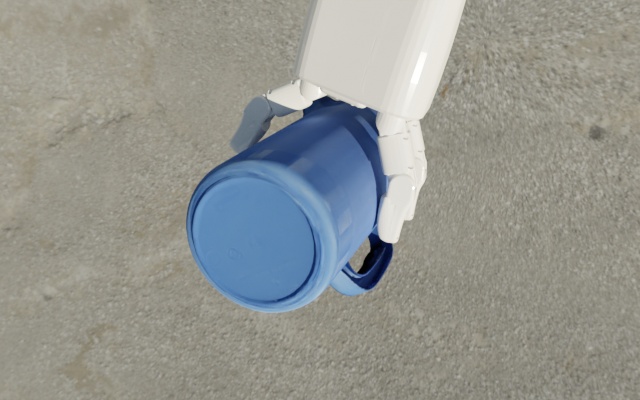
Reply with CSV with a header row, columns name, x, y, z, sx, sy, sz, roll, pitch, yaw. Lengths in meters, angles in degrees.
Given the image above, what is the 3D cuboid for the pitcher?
name,x,y,z,sx,sy,sz,roll,pitch,yaw
pitcher,0.000,0.001,0.411,0.149,0.145,0.242,23,23,10
